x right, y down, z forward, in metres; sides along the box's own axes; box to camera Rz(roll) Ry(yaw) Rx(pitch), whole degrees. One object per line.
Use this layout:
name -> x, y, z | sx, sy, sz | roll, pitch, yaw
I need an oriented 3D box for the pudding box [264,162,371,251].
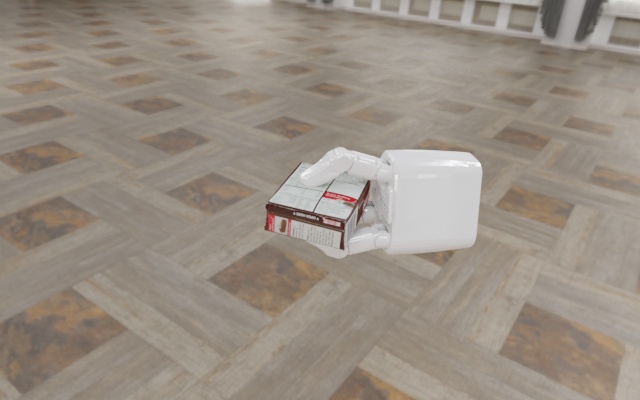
pudding box -> 0.000, 0.002, 0.530 | 0.090, 0.039, 0.113 | 12, 29, 13
